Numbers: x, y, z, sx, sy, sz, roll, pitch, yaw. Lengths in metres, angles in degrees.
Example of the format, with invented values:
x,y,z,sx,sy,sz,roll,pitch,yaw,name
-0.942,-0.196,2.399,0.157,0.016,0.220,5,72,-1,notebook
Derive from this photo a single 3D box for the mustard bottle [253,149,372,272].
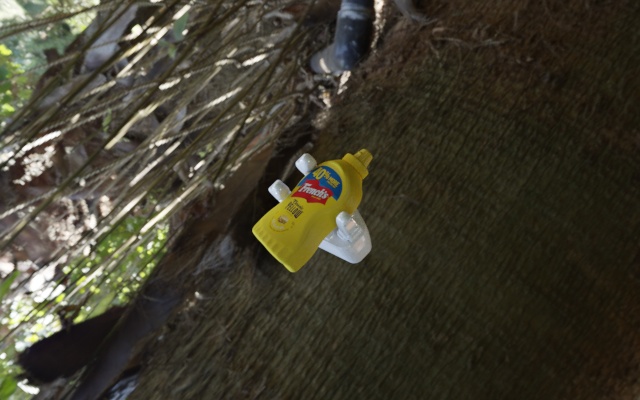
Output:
x,y,z,sx,sy,sz,roll,pitch,yaw,name
0.000,0.002,0.656,0.096,0.191,0.058,39,-8,48,mustard bottle
